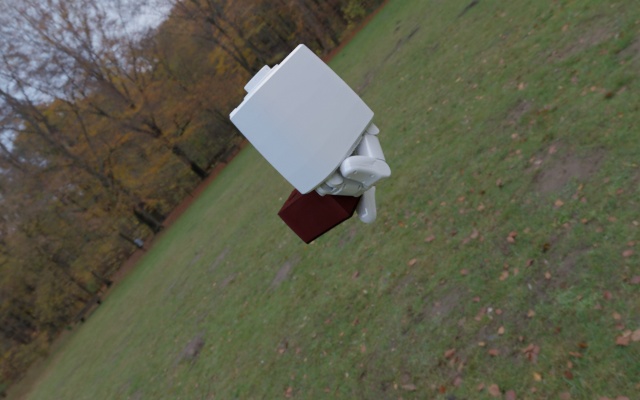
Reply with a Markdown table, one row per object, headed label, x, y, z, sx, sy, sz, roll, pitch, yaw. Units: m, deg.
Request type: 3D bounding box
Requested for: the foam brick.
| label | x | y | z | sx | sy | sz | roll | pitch | yaw |
| --- | --- | --- | --- | --- | --- | --- | --- | --- | --- |
| foam brick | 0.000 | 0.002 | 0.535 | 0.078 | 0.051 | 0.053 | -35 | 17 | 38 |
